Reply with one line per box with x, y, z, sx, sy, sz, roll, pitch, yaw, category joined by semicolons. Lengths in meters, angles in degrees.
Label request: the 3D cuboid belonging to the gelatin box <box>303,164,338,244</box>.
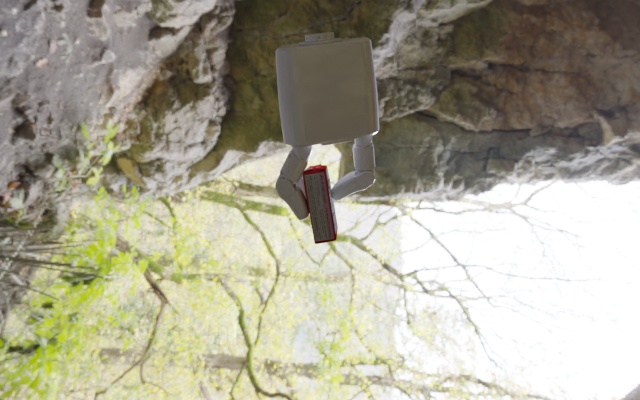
0.001;0.002;0.591;0.030;0.089;0.073;-9;8;4;gelatin box
